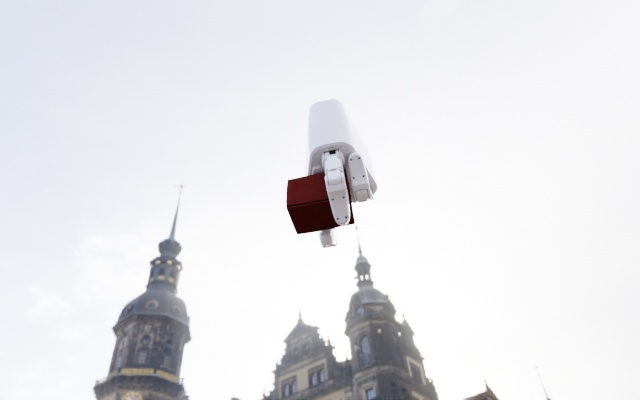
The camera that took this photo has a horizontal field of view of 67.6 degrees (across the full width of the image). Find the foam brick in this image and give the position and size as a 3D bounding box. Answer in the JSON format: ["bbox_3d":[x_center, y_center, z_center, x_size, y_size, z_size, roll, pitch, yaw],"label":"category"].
[{"bbox_3d":[0.000,0.002,0.599,0.078,0.053,0.051,-11,44,5],"label":"foam brick"}]
